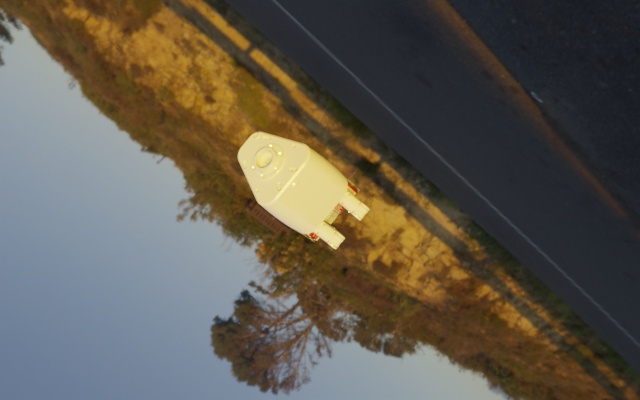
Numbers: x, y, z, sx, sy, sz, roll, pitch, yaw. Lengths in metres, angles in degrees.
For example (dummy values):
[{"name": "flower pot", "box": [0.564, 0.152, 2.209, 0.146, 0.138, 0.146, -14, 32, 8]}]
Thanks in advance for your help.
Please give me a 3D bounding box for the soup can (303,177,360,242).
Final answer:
[{"name": "soup can", "box": [0.000, 0.003, 0.709, 0.068, 0.102, 0.068, 40, 1, -1]}]
